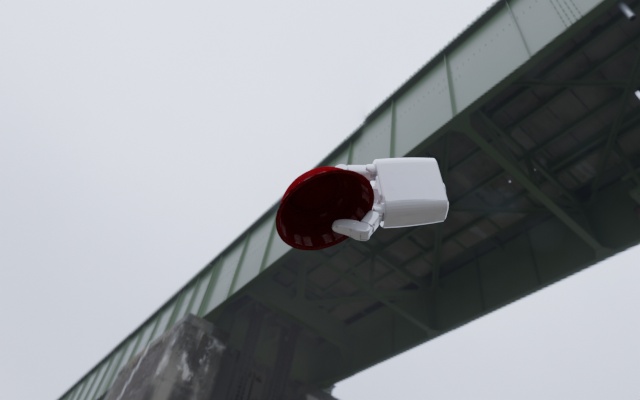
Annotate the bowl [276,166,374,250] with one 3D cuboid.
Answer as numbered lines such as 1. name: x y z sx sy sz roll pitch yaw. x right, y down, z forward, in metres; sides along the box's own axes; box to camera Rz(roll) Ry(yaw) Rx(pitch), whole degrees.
1. bowl: -0.001 0.002 0.746 0.162 0.162 0.055 0 39 -27
